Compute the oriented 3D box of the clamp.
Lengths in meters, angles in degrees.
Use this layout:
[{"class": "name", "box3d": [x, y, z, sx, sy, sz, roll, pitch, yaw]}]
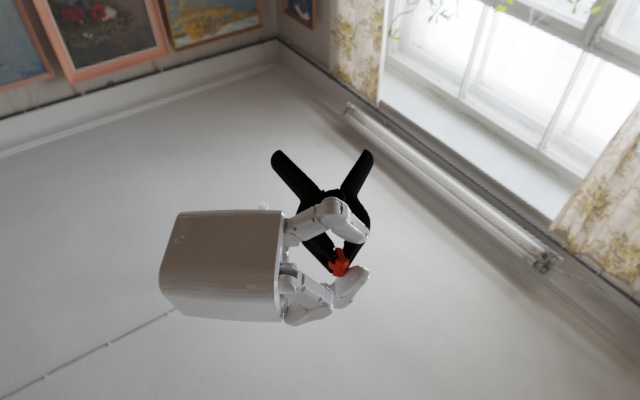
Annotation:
[{"class": "clamp", "box3d": [0.000, 0.002, 0.516, 0.120, 0.171, 0.039, 1, -44, 2]}]
